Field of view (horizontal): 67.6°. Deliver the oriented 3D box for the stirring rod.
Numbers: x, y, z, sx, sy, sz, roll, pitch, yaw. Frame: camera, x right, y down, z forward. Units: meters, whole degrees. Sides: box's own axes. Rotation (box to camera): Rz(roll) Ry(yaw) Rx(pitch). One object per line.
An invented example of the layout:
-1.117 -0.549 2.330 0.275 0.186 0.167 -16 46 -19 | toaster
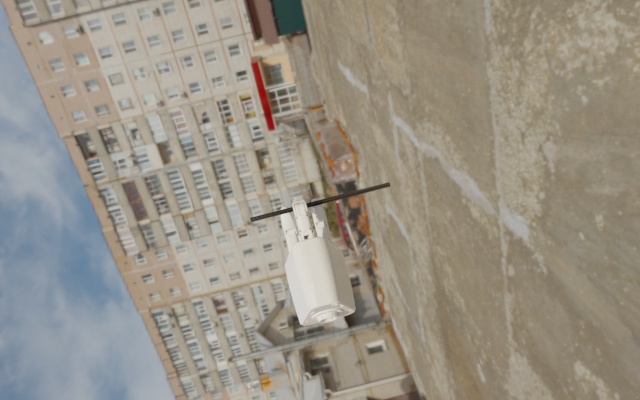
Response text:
0.000 0.003 0.801 0.239 0.011 0.011 -14 0 -2 | stirring rod
